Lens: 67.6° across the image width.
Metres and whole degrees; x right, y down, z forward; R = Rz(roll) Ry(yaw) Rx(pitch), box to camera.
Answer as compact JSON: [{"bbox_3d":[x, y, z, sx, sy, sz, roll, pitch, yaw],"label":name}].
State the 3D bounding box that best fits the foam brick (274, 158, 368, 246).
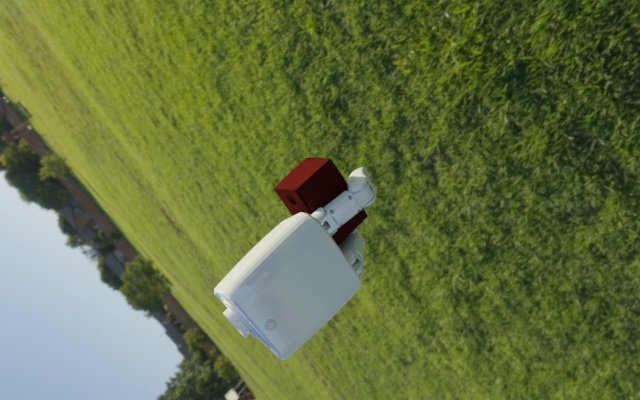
[{"bbox_3d":[0.000,0.001,0.492,0.051,0.078,0.053,-42,22,-20],"label":"foam brick"}]
